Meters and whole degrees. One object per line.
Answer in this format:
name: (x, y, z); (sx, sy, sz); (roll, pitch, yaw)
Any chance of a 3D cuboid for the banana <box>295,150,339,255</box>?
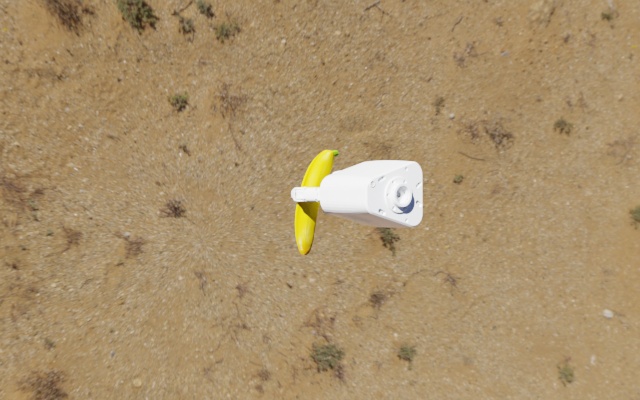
banana: (-0.009, -0.007, 0.809); (0.037, 0.197, 0.070); (9, -16, 37)
